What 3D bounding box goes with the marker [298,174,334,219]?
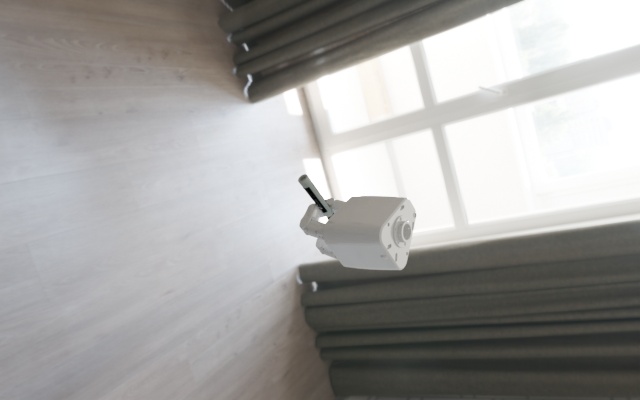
[{"bbox_3d":[0.000,0.003,0.812,0.020,0.020,0.121,0,-41,40],"label":"marker"}]
